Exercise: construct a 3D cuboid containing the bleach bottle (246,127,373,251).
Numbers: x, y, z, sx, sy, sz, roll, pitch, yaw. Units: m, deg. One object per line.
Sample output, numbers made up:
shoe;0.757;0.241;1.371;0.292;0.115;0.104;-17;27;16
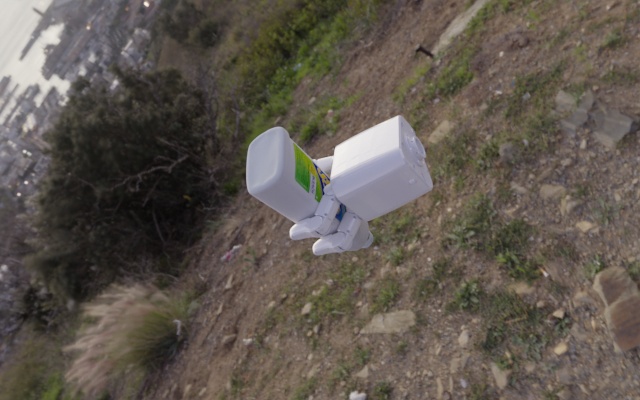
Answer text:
bleach bottle;0.000;0.002;0.701;0.068;0.102;0.251;-25;-40;28
